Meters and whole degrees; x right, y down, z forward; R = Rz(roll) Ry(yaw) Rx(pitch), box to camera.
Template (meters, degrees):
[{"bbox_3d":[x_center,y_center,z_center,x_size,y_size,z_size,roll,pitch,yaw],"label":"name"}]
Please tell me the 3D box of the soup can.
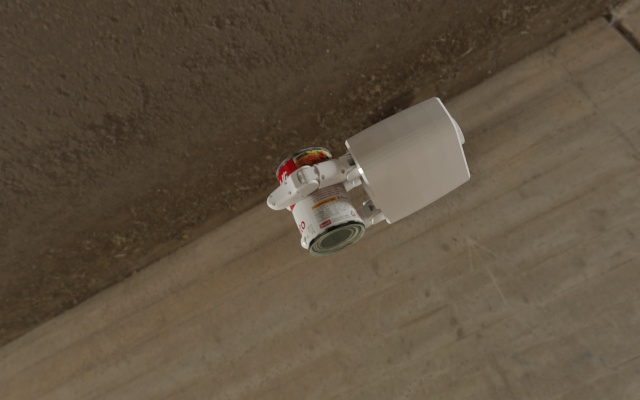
[{"bbox_3d":[0.000,0.002,0.527,0.068,0.102,0.068,-19,-27,-10],"label":"soup can"}]
